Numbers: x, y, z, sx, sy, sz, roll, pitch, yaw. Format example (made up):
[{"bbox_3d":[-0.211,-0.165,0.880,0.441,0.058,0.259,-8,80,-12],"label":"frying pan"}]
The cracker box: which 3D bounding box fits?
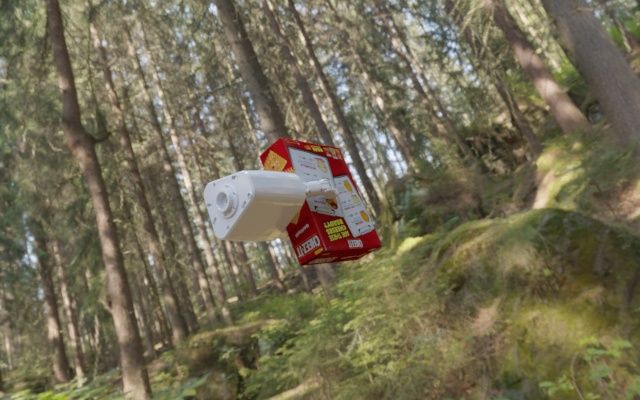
[{"bbox_3d":[0.000,0.003,0.845,0.072,0.213,0.164,-35,-23,34],"label":"cracker box"}]
